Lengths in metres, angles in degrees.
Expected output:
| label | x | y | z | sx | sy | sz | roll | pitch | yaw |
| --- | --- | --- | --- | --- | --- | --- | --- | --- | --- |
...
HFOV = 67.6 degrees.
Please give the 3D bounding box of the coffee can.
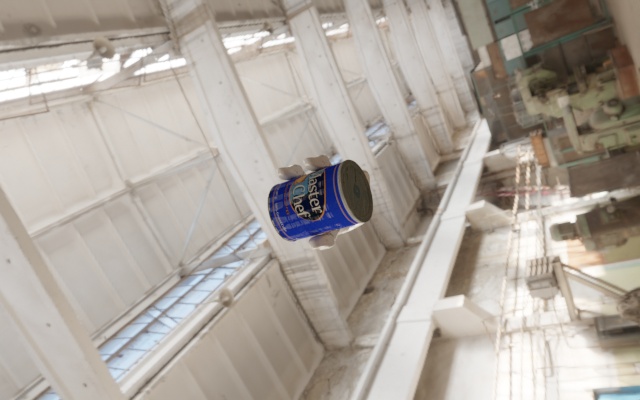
| label | x | y | z | sx | sy | sz | roll | pitch | yaw |
| --- | --- | --- | --- | --- | --- | --- | --- | --- | --- |
| coffee can | 0.000 | 0.003 | 0.777 | 0.140 | 0.103 | 0.103 | -17 | -8 | 29 |
